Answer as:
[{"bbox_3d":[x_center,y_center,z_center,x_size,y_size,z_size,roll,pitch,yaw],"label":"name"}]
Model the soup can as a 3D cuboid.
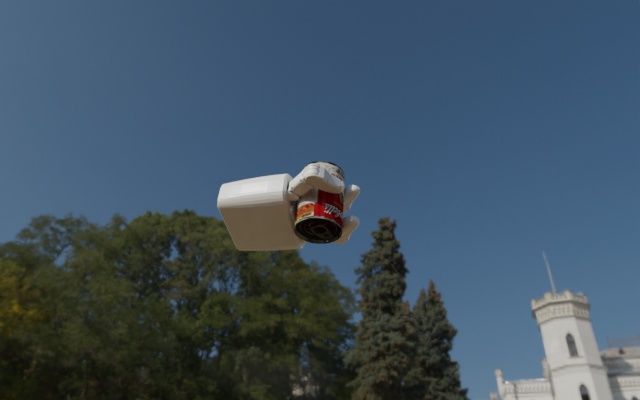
[{"bbox_3d":[0.001,0.002,0.691,0.068,0.102,0.069,3,-36,2],"label":"soup can"}]
